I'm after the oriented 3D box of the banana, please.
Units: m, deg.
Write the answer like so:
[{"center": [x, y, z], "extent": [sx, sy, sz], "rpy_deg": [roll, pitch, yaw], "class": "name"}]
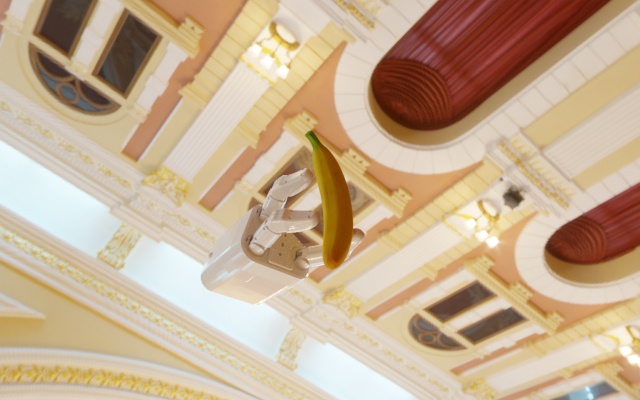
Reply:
[{"center": [0.012, 0.005, 0.605], "extent": [0.037, 0.197, 0.070], "rpy_deg": [-33, -38, 31], "class": "banana"}]
